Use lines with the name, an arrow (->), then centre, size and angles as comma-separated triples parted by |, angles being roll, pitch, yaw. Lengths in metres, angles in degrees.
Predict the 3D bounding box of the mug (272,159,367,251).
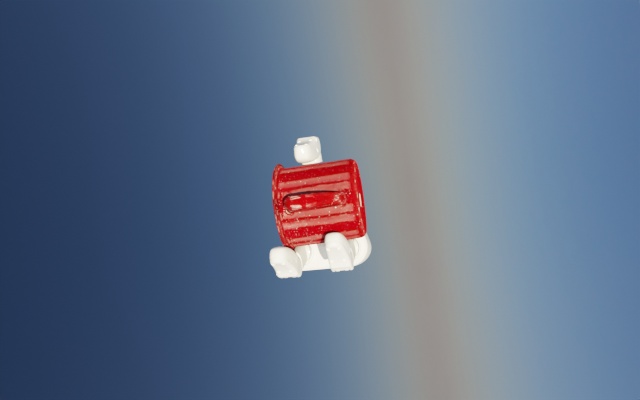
mug -> 0.000, 0.001, 0.478 | 0.081, 0.093, 0.117 | -8, -6, 9
